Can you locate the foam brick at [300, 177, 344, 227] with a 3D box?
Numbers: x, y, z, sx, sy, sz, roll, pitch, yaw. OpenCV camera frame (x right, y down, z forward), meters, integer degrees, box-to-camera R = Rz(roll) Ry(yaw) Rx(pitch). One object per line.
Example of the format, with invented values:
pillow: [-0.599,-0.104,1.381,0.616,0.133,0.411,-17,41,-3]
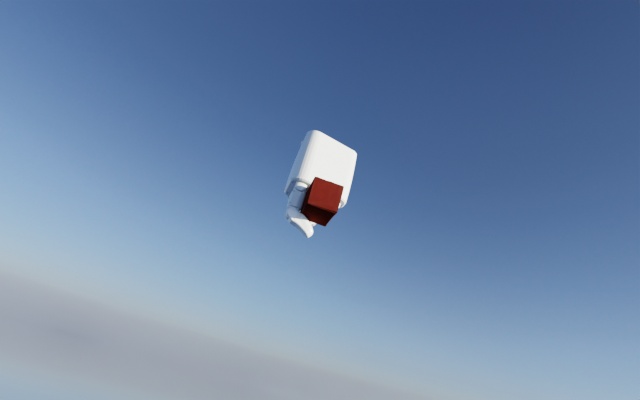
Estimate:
foam brick: [0.000,0.003,0.800,0.053,0.051,0.078,20,-23,-7]
